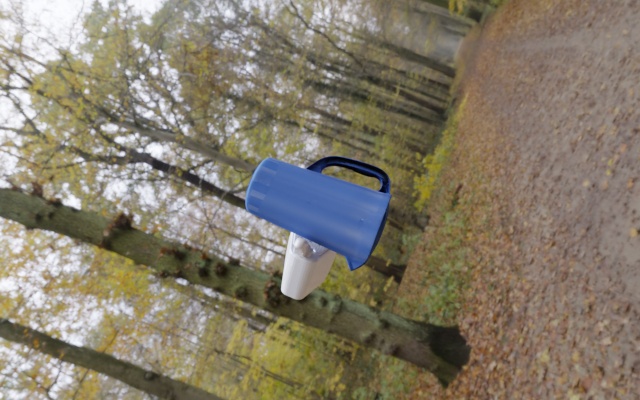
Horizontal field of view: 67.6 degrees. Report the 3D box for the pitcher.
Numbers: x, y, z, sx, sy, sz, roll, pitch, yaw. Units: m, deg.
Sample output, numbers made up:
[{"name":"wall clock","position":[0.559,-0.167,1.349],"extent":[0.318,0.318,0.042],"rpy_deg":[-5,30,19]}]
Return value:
[{"name":"pitcher","position":[0.000,0.003,0.851],"extent":[0.243,0.145,0.149],"rpy_deg":[21,36,8]}]
